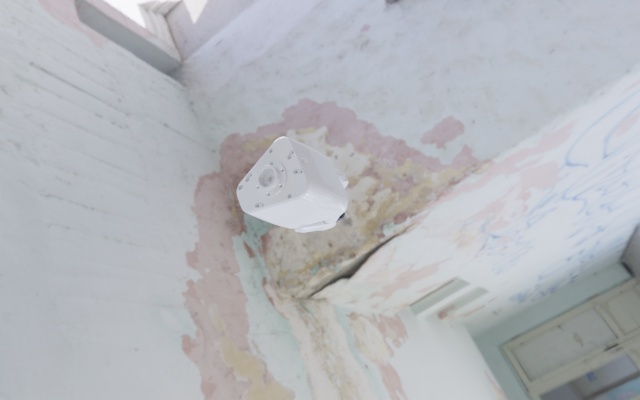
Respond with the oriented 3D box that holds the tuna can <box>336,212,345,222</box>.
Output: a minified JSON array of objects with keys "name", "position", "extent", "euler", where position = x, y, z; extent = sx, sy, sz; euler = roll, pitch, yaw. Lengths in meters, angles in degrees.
[{"name":"tuna can","position":[0.000,0.003,0.784],"extent":[0.034,0.086,0.086],"euler":[-37,-15,20]}]
